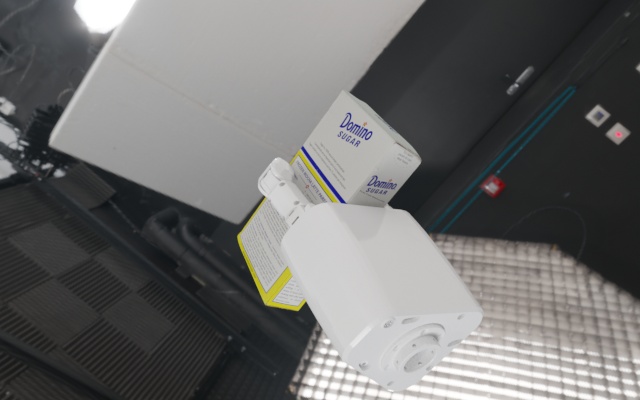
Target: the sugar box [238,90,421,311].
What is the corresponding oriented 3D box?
[{"bbox_3d":[0.000,0.002,0.419,0.048,0.176,0.093,25,22,-42],"label":"sugar box"}]
